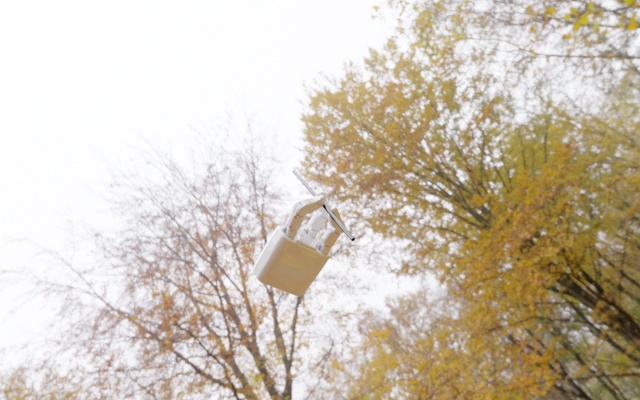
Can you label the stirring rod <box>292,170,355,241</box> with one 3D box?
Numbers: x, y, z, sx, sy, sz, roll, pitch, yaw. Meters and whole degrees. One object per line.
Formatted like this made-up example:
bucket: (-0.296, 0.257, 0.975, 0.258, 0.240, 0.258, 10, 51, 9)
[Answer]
stirring rod: (0.000, 0.003, 0.893, 0.011, 0.011, 0.239, 0, 32, -33)
